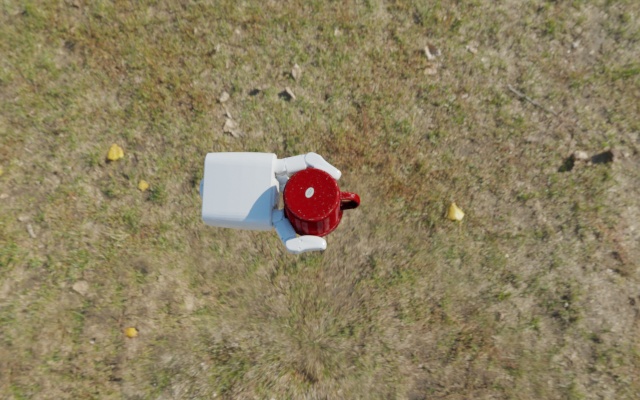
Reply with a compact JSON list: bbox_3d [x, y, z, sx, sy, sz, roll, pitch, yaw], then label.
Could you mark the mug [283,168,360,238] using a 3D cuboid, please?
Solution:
[{"bbox_3d":[0.002,0.002,0.703,0.117,0.093,0.081,0,-17,2],"label":"mug"}]
